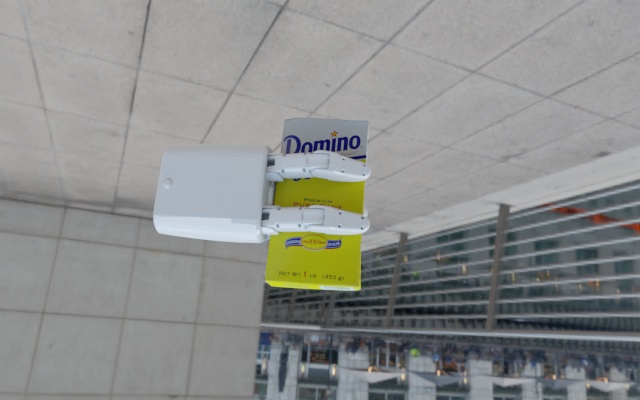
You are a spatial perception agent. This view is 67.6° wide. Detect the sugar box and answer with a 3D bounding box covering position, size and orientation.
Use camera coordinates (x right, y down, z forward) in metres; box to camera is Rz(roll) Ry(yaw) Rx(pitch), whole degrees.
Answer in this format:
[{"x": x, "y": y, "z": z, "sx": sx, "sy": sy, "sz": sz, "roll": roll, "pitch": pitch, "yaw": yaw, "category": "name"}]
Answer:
[{"x": 0.000, "y": 0.002, "z": 0.493, "sx": 0.093, "sy": 0.176, "sz": 0.048, "roll": 3, "pitch": -16, "yaw": 5, "category": "sugar box"}]
